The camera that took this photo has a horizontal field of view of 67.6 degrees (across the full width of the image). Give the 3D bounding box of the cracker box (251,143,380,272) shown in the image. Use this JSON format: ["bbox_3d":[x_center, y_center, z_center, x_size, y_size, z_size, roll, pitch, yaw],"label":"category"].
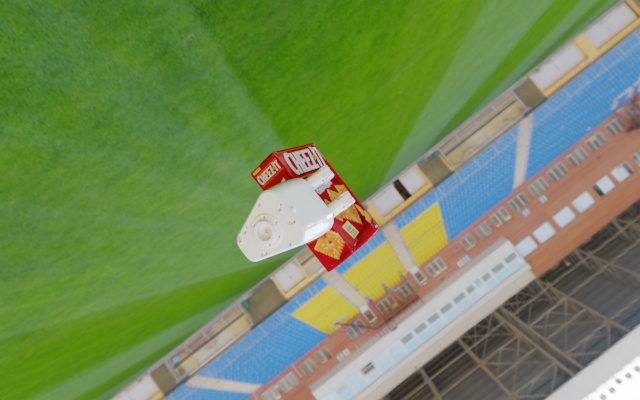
[{"bbox_3d":[0.000,0.003,0.853,0.072,0.213,0.164,-41,-6,25],"label":"cracker box"}]
